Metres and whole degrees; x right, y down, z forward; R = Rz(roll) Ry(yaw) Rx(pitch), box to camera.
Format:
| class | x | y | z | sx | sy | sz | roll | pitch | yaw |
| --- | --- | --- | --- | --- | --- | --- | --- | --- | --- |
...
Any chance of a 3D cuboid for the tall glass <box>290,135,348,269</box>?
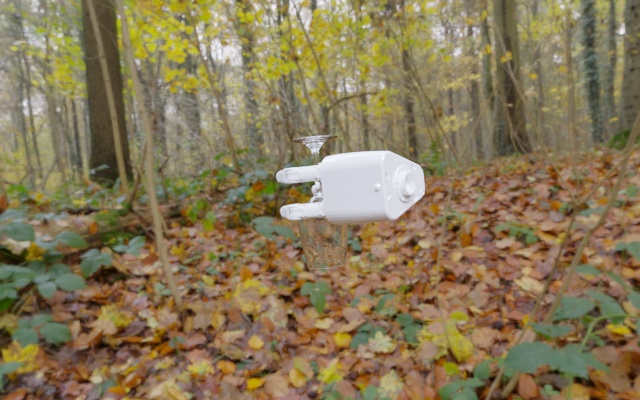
| class | x | y | z | sx | sy | sz | roll | pitch | yaw |
| --- | --- | --- | --- | --- | --- | --- | --- | --- | --- |
| tall glass | 0.000 | 0.002 | 0.747 | 0.079 | 0.201 | 0.079 | -6 | 3 | 0 |
